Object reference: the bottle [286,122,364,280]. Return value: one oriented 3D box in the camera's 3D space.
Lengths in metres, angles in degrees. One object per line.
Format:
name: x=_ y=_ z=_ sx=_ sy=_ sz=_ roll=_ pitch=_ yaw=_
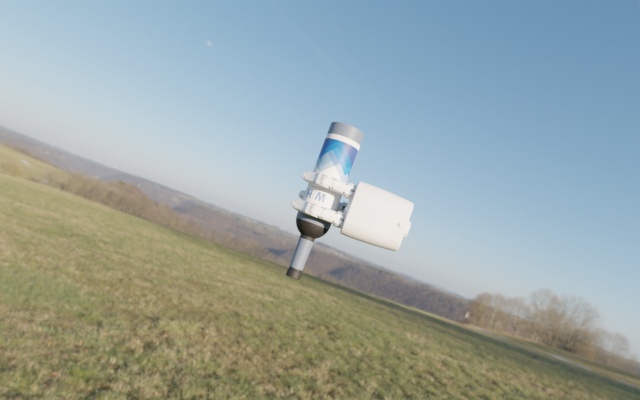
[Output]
bottle: x=0.000 y=0.003 z=0.884 sx=0.069 sy=0.295 sz=0.069 roll=20 pitch=-5 yaw=2
